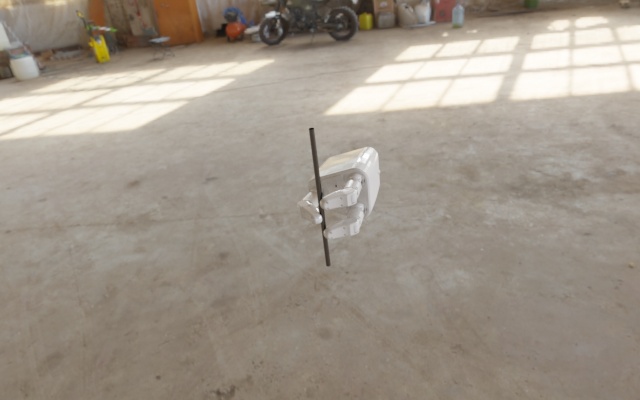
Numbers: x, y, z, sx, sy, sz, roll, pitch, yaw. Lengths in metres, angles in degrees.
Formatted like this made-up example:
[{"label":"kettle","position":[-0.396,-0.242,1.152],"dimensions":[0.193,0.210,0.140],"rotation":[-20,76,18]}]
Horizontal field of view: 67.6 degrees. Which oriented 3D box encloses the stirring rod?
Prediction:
[{"label":"stirring rod","position":[0.000,0.002,0.741],"dimensions":[0.011,0.240,0.011],"rotation":[-6,28,3]}]
